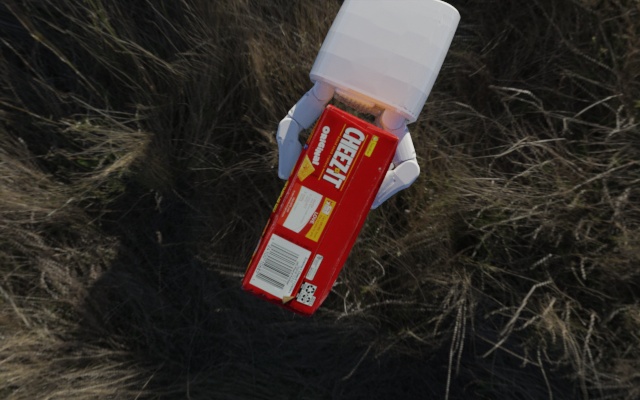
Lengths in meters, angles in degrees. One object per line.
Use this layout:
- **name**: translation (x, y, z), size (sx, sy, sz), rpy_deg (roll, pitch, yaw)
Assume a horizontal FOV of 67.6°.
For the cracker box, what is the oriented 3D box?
- **cracker box**: translation (0.000, 0.001, 0.476), size (0.072, 0.164, 0.213), rpy_deg (25, 5, -2)
